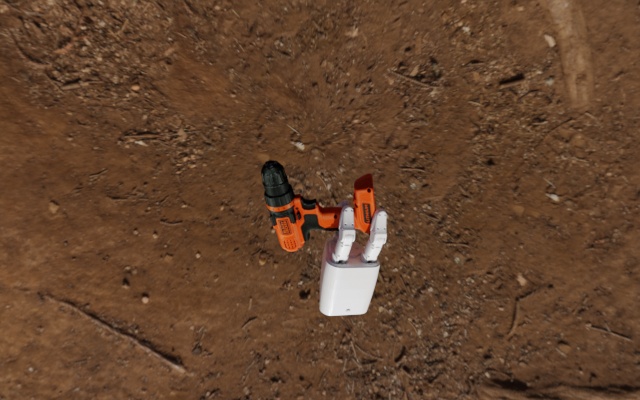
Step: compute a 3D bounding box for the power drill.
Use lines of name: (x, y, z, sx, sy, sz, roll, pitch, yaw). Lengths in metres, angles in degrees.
power drill: (0.001, 0.003, 0.824, 0.187, 0.185, 0.057, -6, 37, 9)
